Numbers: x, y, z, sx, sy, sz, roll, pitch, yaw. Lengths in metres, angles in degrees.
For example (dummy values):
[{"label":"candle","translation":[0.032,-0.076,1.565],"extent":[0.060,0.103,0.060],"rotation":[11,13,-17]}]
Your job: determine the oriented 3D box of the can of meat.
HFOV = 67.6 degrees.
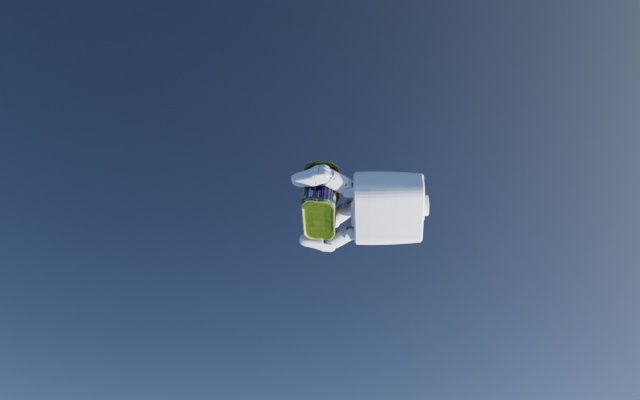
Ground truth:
[{"label":"can of meat","translation":[0.000,0.003,0.764],"extent":[0.057,0.083,0.102],"rotation":[2,-42,4]}]
